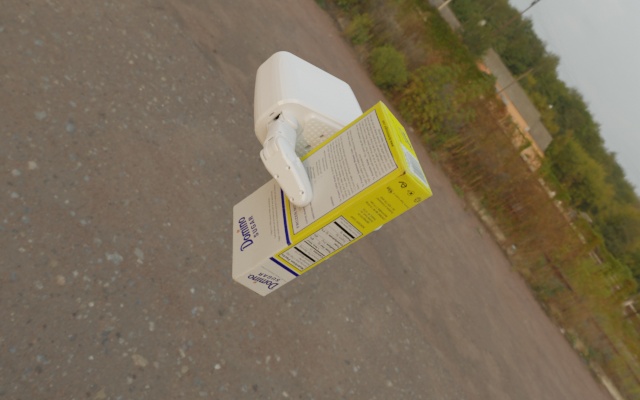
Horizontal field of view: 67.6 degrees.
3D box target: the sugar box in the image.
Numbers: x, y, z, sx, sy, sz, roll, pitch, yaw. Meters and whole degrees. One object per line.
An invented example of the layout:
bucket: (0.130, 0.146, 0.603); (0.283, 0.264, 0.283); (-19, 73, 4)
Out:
sugar box: (0.000, 0.001, 0.413); (0.176, 0.093, 0.048); (-35, -51, 23)
